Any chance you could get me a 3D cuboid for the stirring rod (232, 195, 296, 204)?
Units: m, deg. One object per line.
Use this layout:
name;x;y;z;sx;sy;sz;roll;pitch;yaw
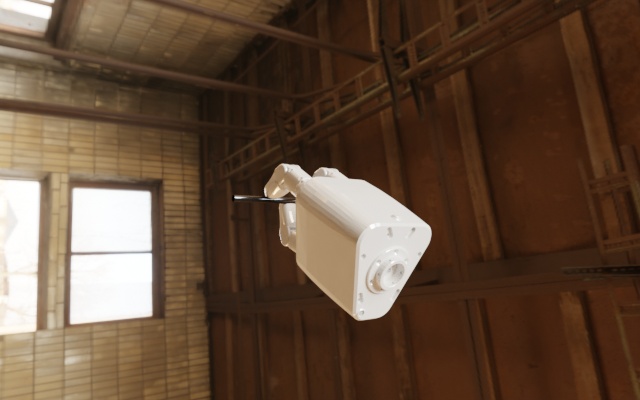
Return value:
stirring rod;0.000;0.002;0.605;0.239;0.011;0.011;3;-2;-36
